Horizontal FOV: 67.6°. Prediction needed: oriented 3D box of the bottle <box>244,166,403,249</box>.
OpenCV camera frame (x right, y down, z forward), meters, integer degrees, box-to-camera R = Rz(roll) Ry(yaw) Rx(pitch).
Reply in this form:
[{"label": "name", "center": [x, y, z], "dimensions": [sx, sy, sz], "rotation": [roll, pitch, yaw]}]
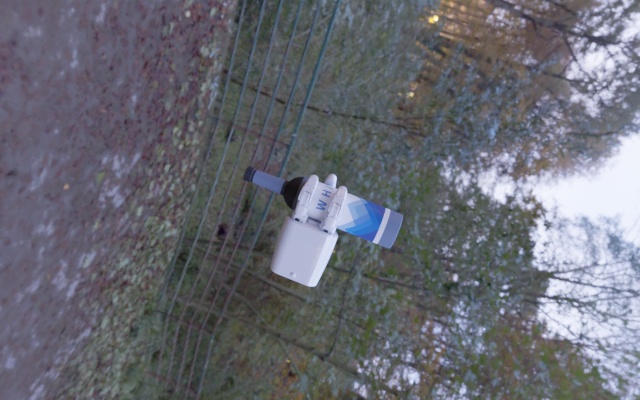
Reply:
[{"label": "bottle", "center": [0.000, 0.003, 0.872], "dimensions": [0.295, 0.069, 0.069], "rotation": [21, 1, 3]}]
